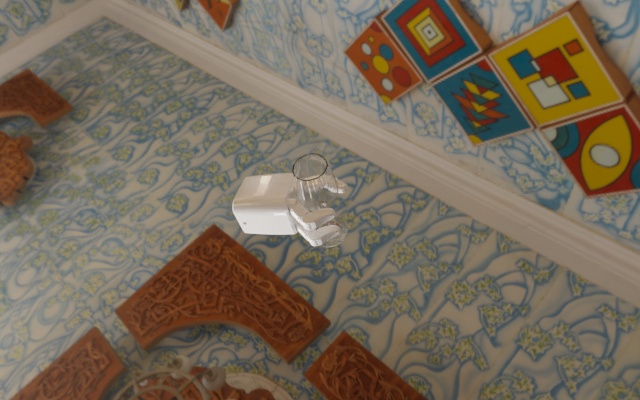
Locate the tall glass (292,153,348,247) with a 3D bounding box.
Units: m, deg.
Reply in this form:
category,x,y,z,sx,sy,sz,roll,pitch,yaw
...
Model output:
category,x,y,z,sx,sy,sz,roll,pitch,yaw
tall glass,0.000,0.003,0.888,0.079,0.079,0.201,0,-37,13
